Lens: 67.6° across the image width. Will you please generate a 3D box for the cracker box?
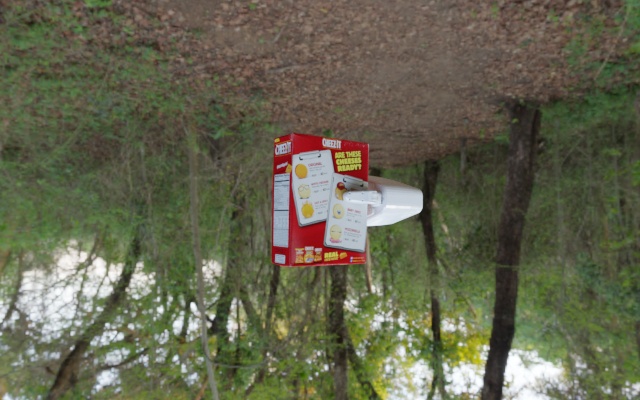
[{"bbox_3d":[0.000,0.003,0.820,0.164,0.213,0.072,3,-3,-36],"label":"cracker box"}]
